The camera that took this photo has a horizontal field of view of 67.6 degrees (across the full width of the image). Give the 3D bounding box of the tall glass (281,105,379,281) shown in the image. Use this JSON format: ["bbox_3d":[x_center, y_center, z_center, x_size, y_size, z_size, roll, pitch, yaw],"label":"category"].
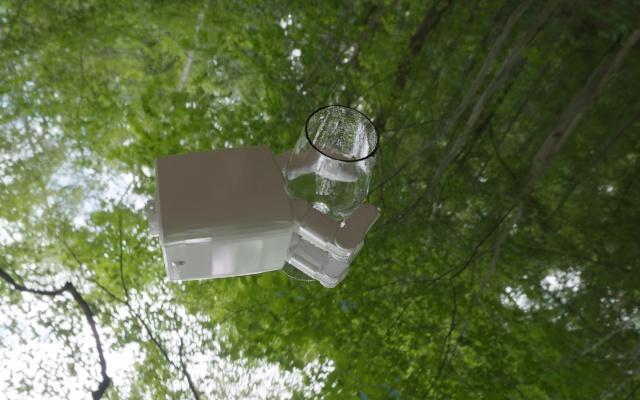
[{"bbox_3d":[0.000,0.002,0.464,0.079,0.079,0.201,0,-35,-13],"label":"tall glass"}]
